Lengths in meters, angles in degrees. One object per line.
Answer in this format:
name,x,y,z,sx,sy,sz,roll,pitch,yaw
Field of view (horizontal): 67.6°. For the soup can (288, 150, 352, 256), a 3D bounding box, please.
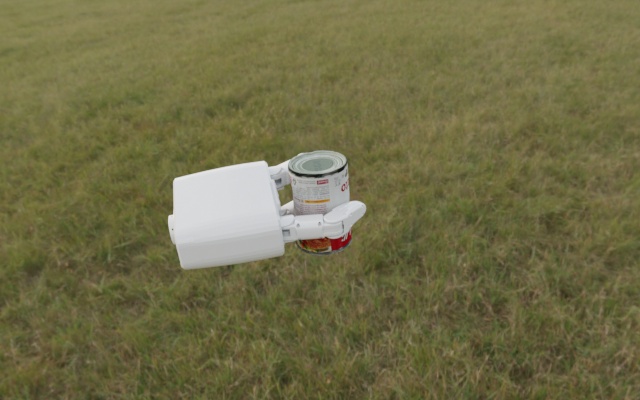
soup can,0.001,0.002,0.547,0.068,0.102,0.068,-4,28,2
